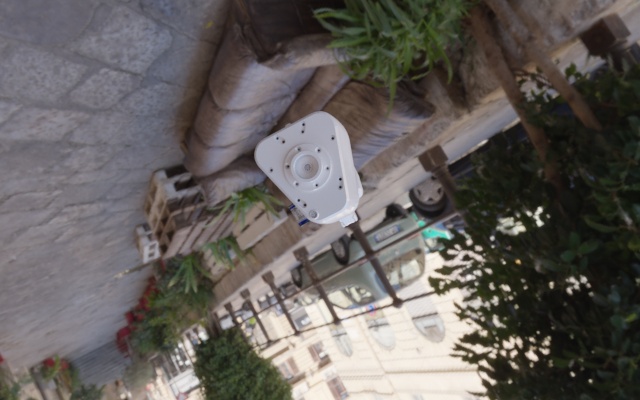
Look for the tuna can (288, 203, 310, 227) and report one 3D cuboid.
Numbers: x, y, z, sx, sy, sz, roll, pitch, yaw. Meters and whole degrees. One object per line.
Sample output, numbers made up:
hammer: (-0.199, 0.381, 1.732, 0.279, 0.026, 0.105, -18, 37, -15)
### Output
tuna can: (0.000, 0.003, 0.665, 0.086, 0.034, 0.086, -30, -2, -1)
